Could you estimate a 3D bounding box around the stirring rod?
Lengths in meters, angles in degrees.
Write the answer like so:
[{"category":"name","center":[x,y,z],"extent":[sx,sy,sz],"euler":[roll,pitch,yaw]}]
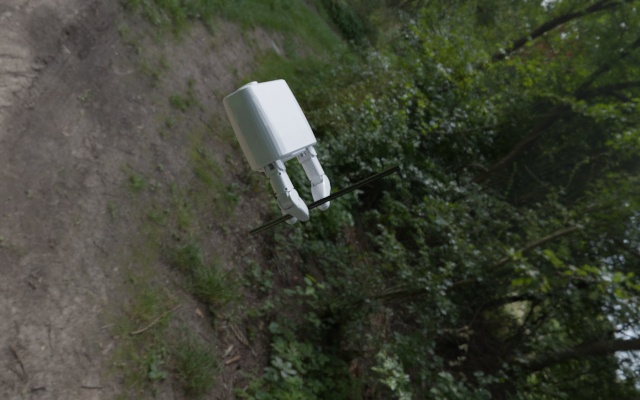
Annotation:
[{"category":"stirring rod","center":[0.000,0.002,0.673],"extent":[0.239,0.011,0.011],"euler":[-24,-8,19]}]
